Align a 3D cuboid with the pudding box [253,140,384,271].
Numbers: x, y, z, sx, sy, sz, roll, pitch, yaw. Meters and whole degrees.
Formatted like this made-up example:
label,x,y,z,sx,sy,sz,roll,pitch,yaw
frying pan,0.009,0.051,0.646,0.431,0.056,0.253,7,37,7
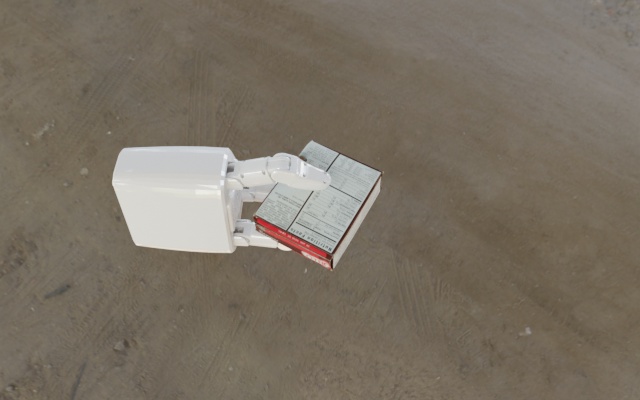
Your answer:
label,x,y,z,sx,sy,sz,roll,pitch,yaw
pudding box,0.000,0.001,0.482,0.090,0.113,0.039,27,-27,14
